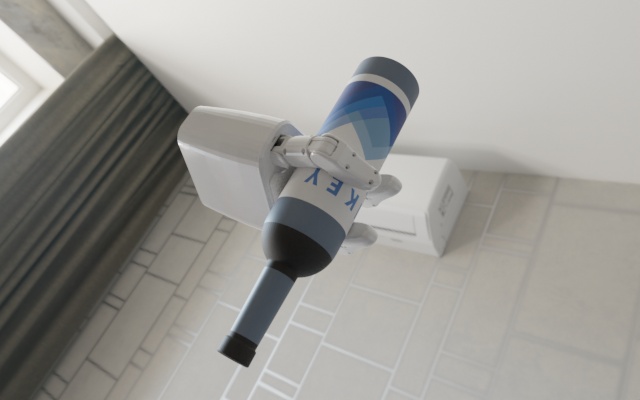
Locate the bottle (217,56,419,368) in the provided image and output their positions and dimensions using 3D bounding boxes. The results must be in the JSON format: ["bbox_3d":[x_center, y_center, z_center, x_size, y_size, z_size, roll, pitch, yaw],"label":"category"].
[{"bbox_3d":[0.000,0.001,0.415,0.069,0.295,0.069,25,-23,11],"label":"bottle"}]
